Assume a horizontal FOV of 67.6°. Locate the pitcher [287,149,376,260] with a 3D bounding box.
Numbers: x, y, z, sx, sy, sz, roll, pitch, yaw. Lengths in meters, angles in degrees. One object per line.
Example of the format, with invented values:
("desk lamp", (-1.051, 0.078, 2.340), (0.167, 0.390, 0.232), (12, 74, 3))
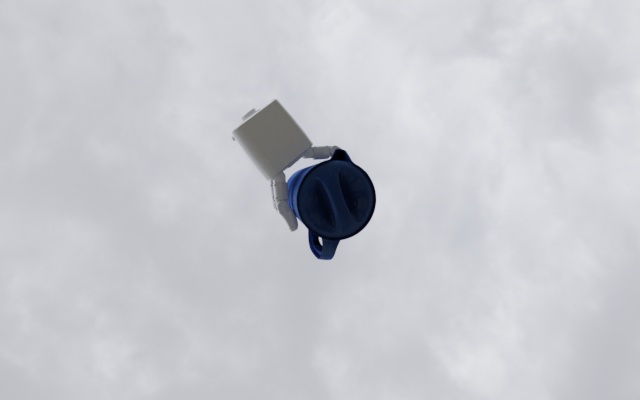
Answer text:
("pitcher", (0.000, 0.003, 0.880), (0.149, 0.145, 0.243), (-40, 10, -7))
